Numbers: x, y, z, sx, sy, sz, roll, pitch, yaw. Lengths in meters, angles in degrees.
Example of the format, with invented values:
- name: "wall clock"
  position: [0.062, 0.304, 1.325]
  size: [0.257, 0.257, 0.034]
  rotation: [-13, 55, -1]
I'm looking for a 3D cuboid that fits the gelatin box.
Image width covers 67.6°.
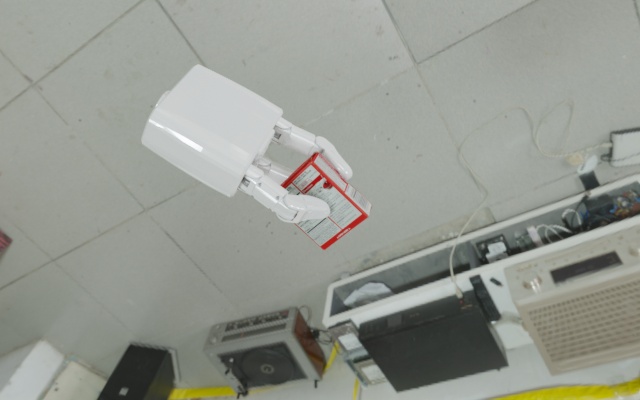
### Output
- name: "gelatin box"
  position: [0.000, 0.002, 0.526]
  size: [0.073, 0.089, 0.030]
  rotation: [-41, 12, 30]
